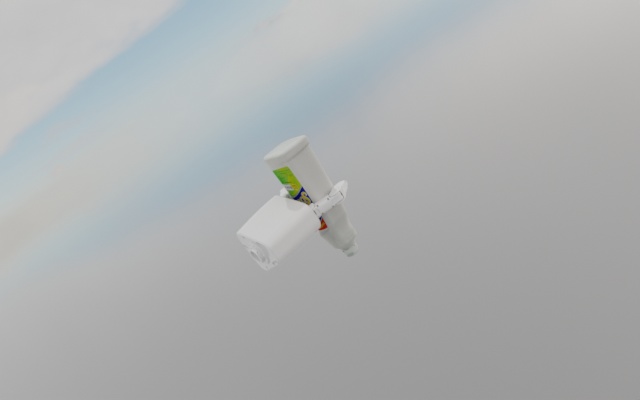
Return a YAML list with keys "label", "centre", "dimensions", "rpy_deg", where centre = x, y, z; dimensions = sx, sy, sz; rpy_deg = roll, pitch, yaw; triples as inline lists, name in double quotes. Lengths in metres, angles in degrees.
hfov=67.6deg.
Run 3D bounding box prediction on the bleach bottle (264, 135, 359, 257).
- label: "bleach bottle"
  centre: [0.000, 0.003, 0.890]
  dimensions: [0.068, 0.251, 0.102]
  rpy_deg: [-44, 20, -26]
